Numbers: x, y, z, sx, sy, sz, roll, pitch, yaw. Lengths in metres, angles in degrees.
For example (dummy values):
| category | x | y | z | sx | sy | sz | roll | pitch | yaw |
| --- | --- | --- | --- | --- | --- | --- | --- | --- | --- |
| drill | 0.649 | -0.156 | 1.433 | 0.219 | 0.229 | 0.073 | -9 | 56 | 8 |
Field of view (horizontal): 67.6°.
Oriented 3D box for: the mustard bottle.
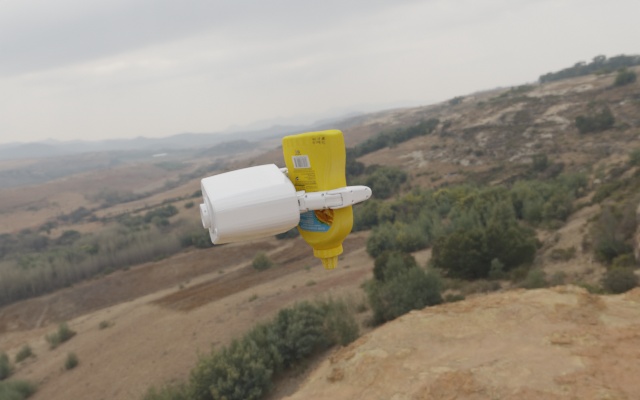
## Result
| category | x | y | z | sx | sy | sz | roll | pitch | yaw |
| --- | --- | --- | --- | --- | --- | --- | --- | --- | --- |
| mustard bottle | 0.000 | 0.002 | 0.660 | 0.058 | 0.191 | 0.096 | -17 | 13 | -43 |
